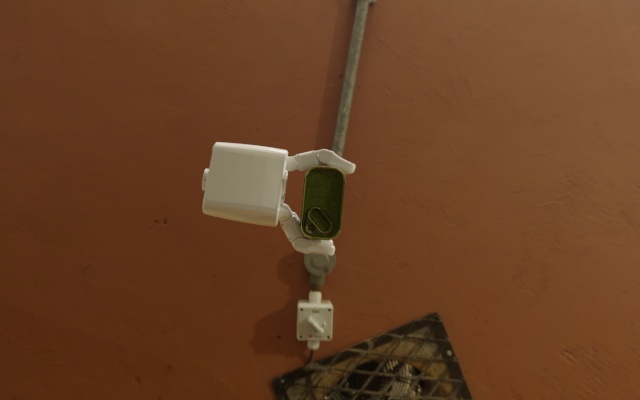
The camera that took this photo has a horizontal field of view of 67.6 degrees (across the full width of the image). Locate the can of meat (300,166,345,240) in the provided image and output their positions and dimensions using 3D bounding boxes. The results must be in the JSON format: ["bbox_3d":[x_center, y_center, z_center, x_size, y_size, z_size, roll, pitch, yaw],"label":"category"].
[{"bbox_3d":[0.000,0.002,0.701,0.057,0.102,0.084,5,2,-5],"label":"can of meat"}]
